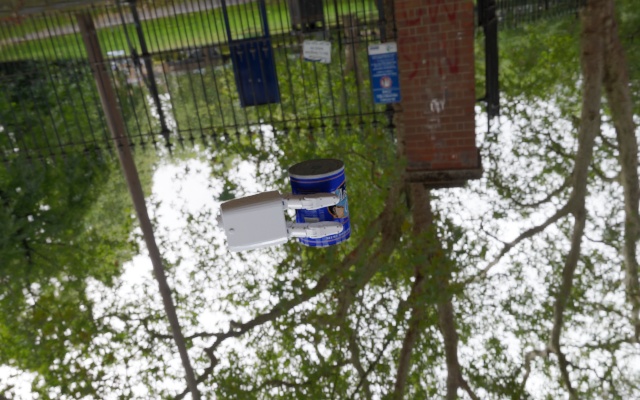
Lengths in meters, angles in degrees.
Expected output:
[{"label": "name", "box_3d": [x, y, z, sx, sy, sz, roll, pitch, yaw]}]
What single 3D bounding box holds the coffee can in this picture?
[{"label": "coffee can", "box_3d": [0.000, 0.003, 0.891, 0.103, 0.140, 0.102, -7, 20, 2]}]
